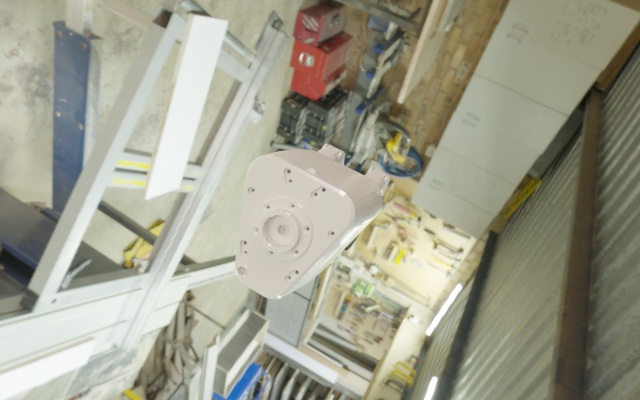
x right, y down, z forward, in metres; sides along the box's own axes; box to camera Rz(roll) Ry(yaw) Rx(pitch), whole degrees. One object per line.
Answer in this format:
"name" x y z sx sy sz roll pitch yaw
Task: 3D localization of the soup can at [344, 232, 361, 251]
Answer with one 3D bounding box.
"soup can" 0.000 0.002 0.520 0.102 0.068 0.068 28 6 12
